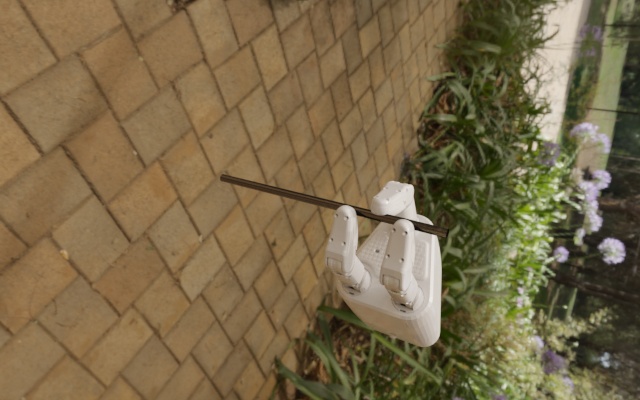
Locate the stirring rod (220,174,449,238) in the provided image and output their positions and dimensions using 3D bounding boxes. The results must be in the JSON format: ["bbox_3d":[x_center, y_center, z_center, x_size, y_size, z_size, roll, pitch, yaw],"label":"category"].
[{"bbox_3d":[0.000,0.001,0.443,0.239,0.011,0.011,14,7,28],"label":"stirring rod"}]
